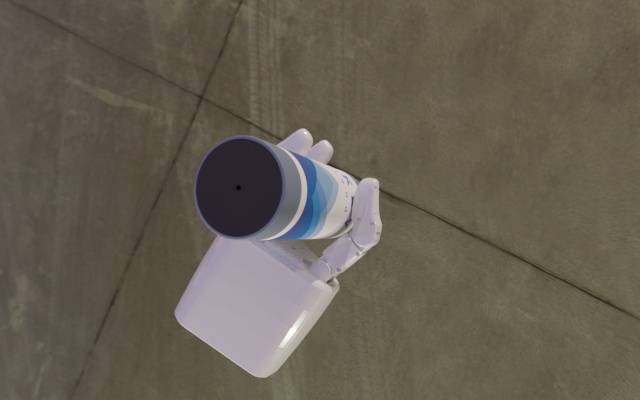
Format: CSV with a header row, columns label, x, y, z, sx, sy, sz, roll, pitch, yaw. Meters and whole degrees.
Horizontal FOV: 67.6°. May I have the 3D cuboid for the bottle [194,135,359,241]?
label,x,y,z,sx,sy,sz,roll,pitch,yaw
bottle,0.000,0.001,0.435,0.069,0.069,0.296,0,-4,21
